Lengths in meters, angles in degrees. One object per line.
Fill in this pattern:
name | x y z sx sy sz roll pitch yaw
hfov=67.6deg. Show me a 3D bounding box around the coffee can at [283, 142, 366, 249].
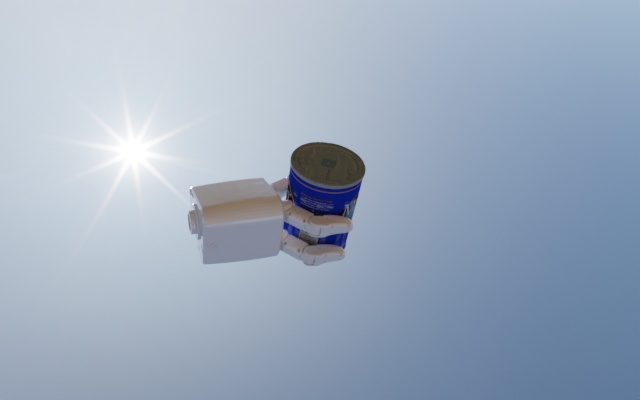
coffee can | 0.000 0.002 0.685 0.103 0.140 0.102 7 38 -5
